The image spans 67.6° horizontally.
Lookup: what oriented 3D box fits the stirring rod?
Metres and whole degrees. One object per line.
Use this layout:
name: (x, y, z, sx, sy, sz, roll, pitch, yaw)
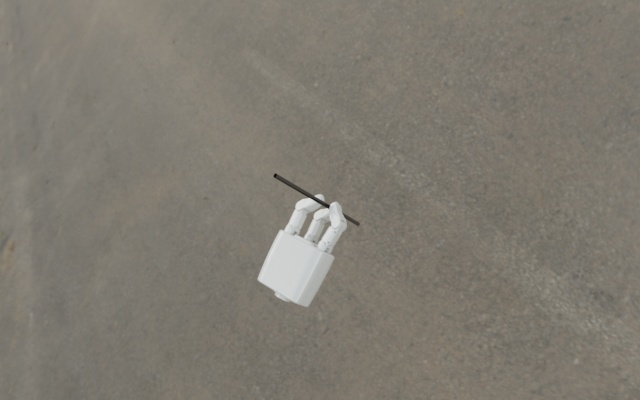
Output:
stirring rod: (0.000, 0.003, 0.879, 0.011, 0.011, 0.240, 0, -22, 43)
